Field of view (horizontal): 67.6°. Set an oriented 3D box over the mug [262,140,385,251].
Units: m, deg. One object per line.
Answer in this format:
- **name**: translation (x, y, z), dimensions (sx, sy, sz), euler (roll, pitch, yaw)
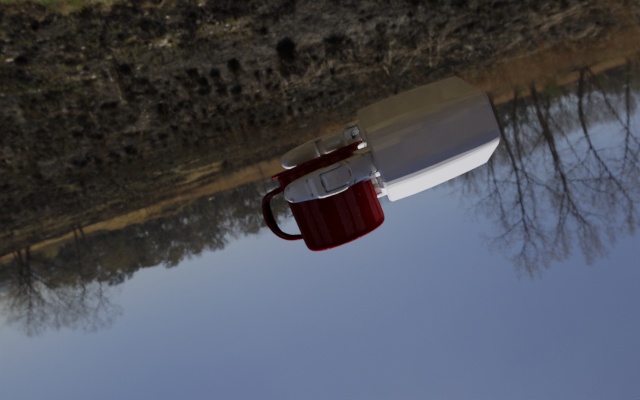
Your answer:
- **mug**: translation (-0.001, 0.002, 0.461), dimensions (0.117, 0.081, 0.093), euler (-21, 5, 9)
